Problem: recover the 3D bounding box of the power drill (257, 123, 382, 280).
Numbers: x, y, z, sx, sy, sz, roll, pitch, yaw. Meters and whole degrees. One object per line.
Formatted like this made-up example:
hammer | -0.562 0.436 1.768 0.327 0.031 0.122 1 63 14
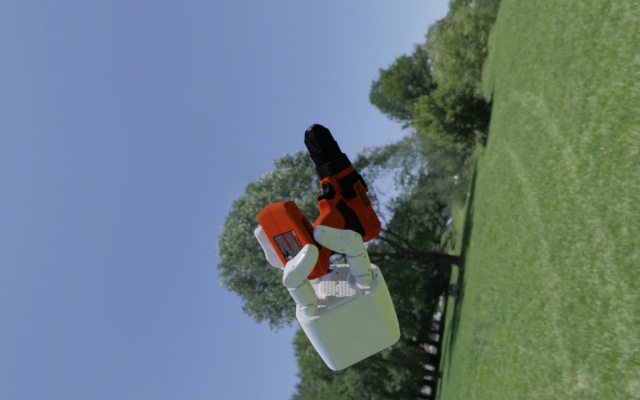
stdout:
power drill | 0.000 0.002 0.626 0.057 0.184 0.187 -24 10 38
